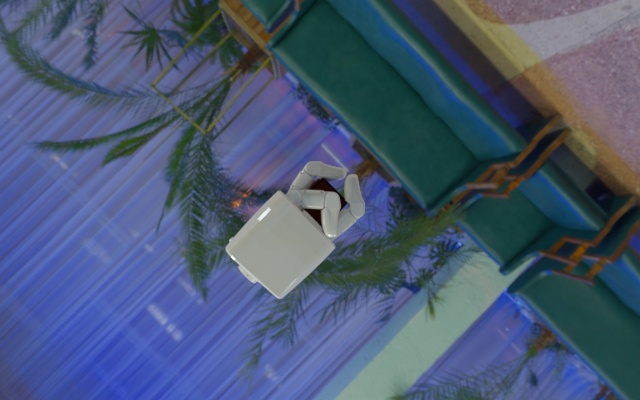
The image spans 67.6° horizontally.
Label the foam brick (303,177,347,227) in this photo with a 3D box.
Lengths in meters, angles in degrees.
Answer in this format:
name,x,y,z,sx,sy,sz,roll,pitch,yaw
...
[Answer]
name,x,y,z,sx,sy,sz,roll,pitch,yaw
foam brick,0.000,0.002,0.700,0.053,0.051,0.078,45,-3,-4
